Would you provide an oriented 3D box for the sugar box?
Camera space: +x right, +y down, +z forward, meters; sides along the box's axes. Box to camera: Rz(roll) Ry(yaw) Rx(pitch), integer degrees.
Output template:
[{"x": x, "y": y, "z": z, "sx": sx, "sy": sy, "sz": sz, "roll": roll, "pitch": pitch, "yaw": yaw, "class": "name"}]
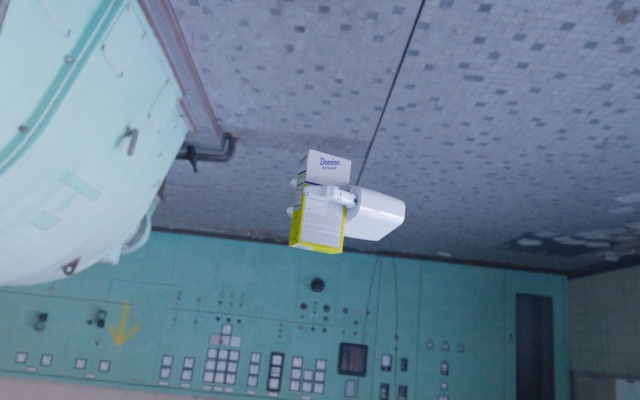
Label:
[{"x": 0.000, "y": 0.003, "z": 0.874, "sx": 0.093, "sy": 0.176, "sz": 0.048, "roll": 14, "pitch": -17, "yaw": -26, "class": "sugar box"}]
